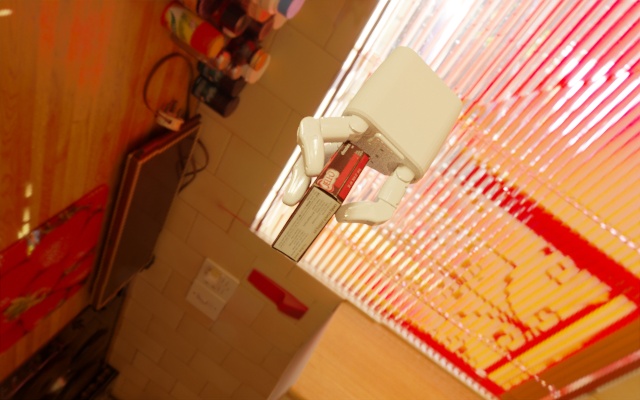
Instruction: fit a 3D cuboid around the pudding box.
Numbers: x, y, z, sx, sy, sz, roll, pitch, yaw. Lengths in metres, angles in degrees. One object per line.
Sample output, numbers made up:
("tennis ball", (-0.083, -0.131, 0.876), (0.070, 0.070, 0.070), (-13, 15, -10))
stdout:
("pudding box", (0.000, 0.002, 0.502), (0.039, 0.113, 0.090), (34, 42, 1))
